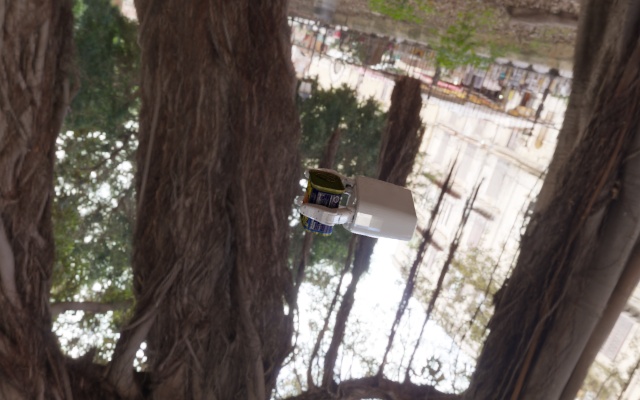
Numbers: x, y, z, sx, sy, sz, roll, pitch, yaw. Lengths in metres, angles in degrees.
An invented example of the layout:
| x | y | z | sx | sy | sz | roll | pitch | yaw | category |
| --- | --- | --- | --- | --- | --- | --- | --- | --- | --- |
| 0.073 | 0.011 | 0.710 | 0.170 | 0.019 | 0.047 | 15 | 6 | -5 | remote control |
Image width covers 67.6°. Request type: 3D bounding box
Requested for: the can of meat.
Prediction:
| x | y | z | sx | sy | sz | roll | pitch | yaw | category |
| --- | --- | --- | --- | --- | --- | --- | --- | --- | --- |
| 0.000 | 0.003 | 0.816 | 0.057 | 0.084 | 0.102 | 11 | 18 | -9 | can of meat |
